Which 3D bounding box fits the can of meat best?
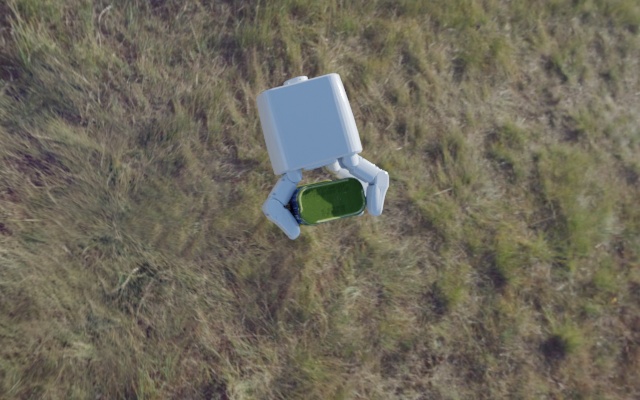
[{"bbox_3d":[0.000,0.002,0.647,0.102,0.057,0.084,-13,2,-23],"label":"can of meat"}]
